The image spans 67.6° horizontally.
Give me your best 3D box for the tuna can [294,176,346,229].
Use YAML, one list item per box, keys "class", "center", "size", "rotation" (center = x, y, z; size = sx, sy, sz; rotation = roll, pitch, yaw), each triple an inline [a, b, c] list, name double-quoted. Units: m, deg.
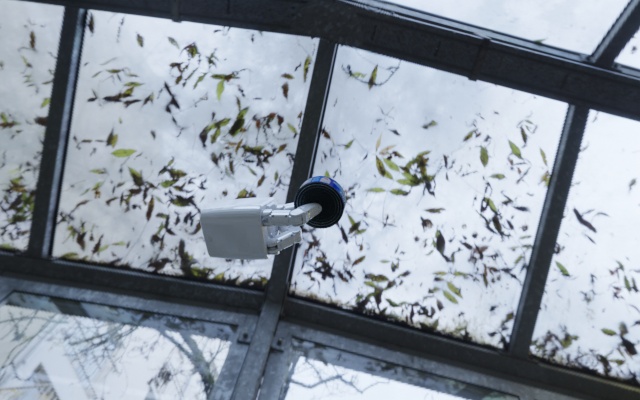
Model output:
- class: "tuna can"
  center: [0.000, 0.002, 0.808]
  size: [0.086, 0.086, 0.033]
  rotation: [0, 24, 13]
